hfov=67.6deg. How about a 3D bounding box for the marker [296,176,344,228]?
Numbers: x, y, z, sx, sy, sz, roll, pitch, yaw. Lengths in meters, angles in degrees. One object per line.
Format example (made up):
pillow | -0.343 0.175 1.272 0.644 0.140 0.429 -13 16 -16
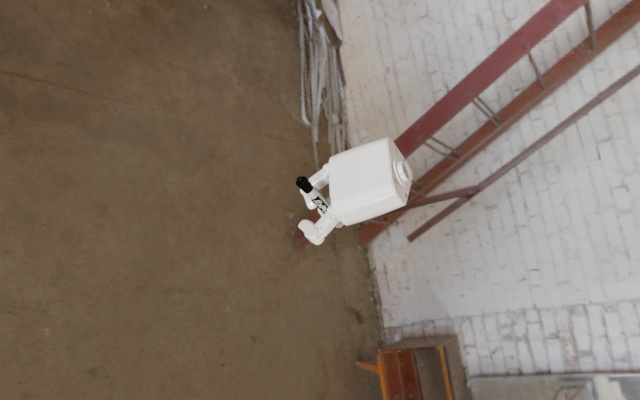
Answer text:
marker | 0.000 0.002 0.750 0.020 0.020 0.121 0 -36 42
